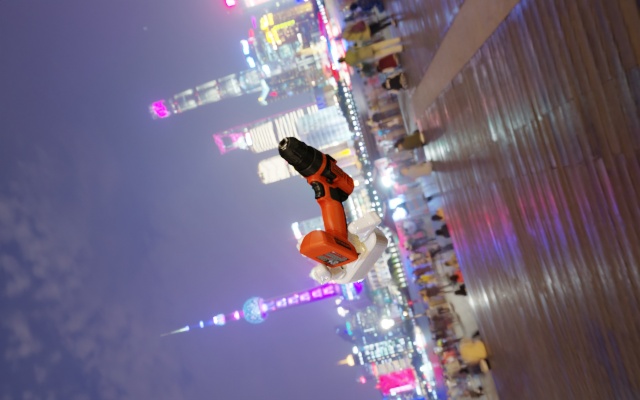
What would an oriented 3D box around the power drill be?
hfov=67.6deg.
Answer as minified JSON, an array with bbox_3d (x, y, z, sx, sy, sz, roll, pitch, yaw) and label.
[{"bbox_3d":[0.000,0.003,0.773,0.057,0.187,0.184,-23,-35,31],"label":"power drill"}]
